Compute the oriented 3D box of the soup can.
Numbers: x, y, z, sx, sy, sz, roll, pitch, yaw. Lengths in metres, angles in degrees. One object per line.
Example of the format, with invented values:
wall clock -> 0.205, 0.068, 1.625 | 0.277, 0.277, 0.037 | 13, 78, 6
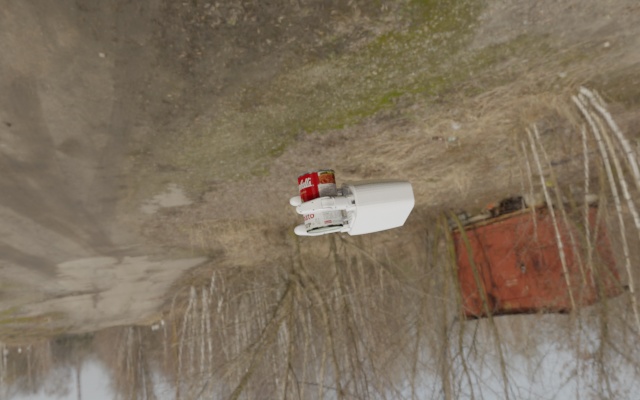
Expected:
soup can -> 0.000, 0.003, 0.843 | 0.068, 0.102, 0.068 | -9, -10, -2
